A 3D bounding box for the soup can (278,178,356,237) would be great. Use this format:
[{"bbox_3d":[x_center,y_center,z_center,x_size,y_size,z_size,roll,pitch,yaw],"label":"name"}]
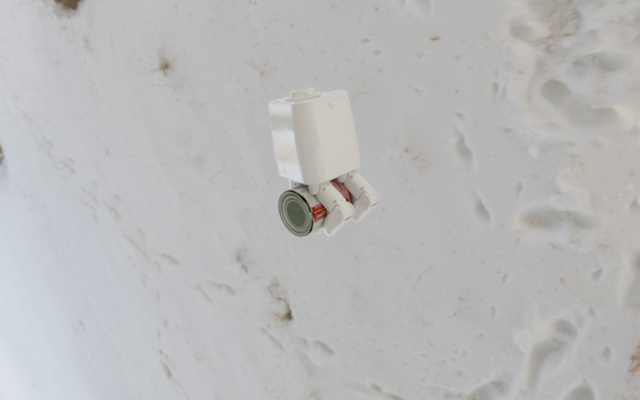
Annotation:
[{"bbox_3d":[0.000,0.003,0.665,0.102,0.068,0.068,-25,17,-40],"label":"soup can"}]
